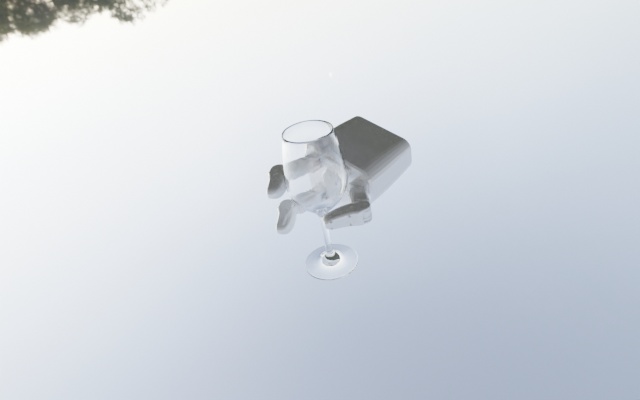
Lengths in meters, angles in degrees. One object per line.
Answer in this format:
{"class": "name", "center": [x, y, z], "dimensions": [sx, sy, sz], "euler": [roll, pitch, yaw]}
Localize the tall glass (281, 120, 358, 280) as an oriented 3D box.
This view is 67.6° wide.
{"class": "tall glass", "center": [0.000, 0.003, 0.605], "dimensions": [0.079, 0.201, 0.079], "euler": [-8, 33, 5]}
